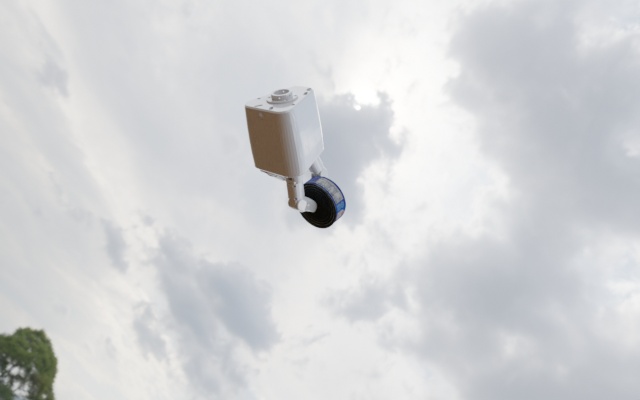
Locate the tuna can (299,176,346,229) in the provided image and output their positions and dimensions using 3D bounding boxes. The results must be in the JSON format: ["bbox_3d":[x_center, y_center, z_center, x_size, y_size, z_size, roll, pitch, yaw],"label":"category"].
[{"bbox_3d":[0.000,0.002,0.813,0.086,0.086,0.033,0,26,41],"label":"tuna can"}]
